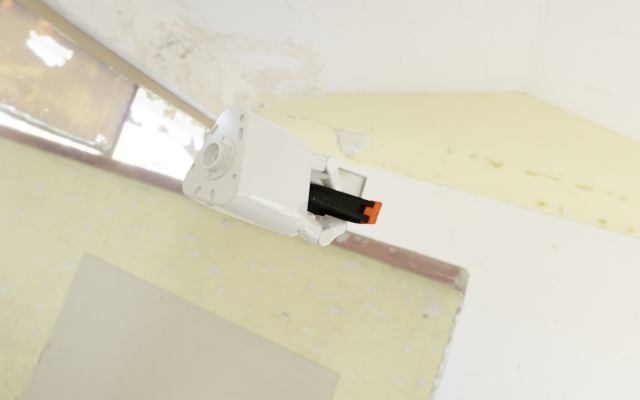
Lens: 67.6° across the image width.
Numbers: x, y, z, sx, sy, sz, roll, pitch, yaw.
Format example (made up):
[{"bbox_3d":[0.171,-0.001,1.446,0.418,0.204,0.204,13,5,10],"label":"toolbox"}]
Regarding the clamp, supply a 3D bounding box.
[{"bbox_3d":[0.001,0.001,0.627,0.210,0.036,0.164,14,-8,40],"label":"clamp"}]
